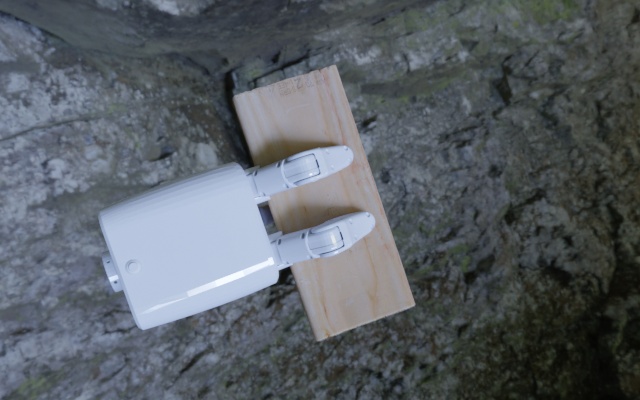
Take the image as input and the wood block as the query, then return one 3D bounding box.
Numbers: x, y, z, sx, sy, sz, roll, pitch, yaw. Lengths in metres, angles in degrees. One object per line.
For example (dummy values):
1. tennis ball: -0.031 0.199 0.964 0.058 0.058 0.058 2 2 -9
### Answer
1. wood block: 0.000 0.002 0.424 0.090 0.206 0.091 -19 3 -6
